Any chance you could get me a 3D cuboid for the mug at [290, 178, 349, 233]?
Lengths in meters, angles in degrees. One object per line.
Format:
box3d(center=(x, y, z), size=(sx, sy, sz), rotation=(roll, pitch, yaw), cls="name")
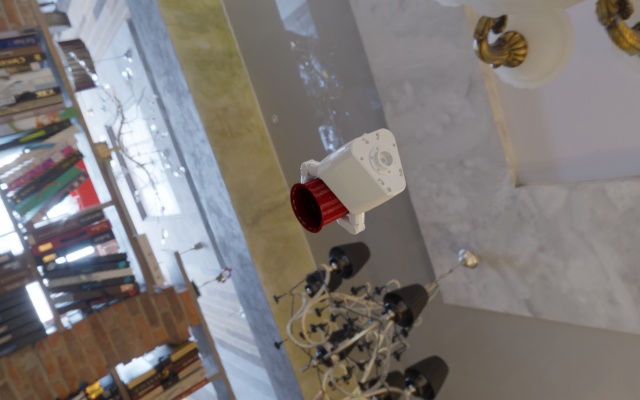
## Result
box3d(center=(0.000, 0.003, 0.855), size=(0.081, 0.093, 0.117), rotation=(-24, -2, -32), cls="mug")
